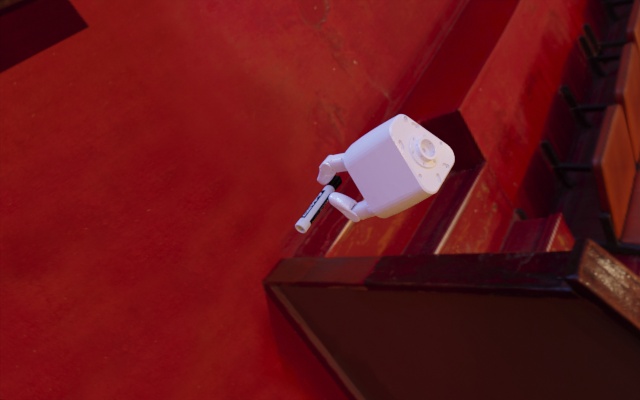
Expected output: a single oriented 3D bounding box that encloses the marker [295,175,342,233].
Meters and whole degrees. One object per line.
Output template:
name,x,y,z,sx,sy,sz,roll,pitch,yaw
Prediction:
marker,0.000,0.002,0.741,0.020,0.020,0.121,0,41,42
